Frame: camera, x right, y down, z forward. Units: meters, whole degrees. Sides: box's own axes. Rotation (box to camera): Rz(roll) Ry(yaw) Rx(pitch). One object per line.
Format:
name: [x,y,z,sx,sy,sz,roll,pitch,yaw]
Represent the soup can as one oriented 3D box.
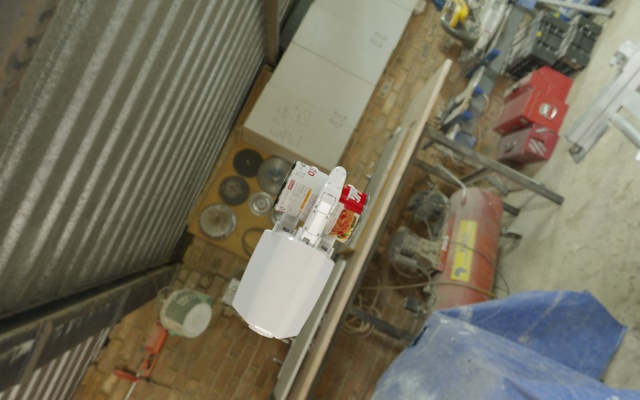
soup can: [0.000,0.001,0.589,0.102,0.068,0.068,26,-2,-3]
